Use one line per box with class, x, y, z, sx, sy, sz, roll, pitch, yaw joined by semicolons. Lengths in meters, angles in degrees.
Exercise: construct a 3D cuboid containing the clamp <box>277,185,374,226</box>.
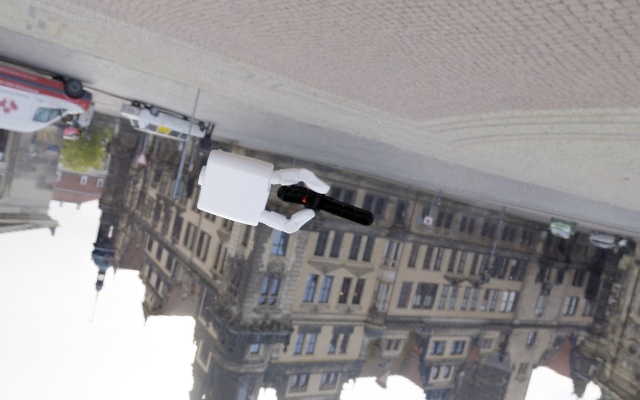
clamp;0.000;0.003;0.846;0.164;0.036;0.210;18;2;-8
